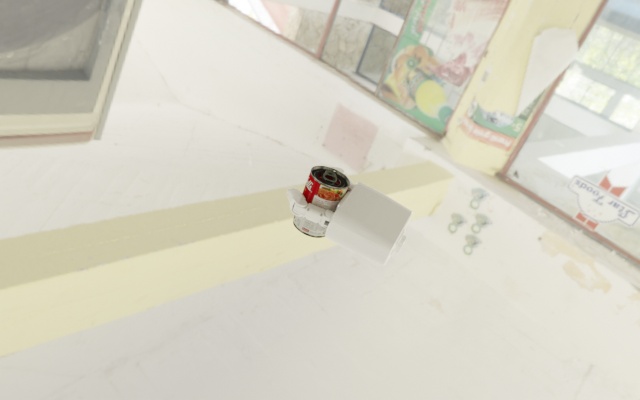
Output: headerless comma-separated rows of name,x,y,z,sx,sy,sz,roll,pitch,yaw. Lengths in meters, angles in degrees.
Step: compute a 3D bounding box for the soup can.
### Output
soup can,0.000,0.003,0.794,0.068,0.102,0.068,16,29,-9
